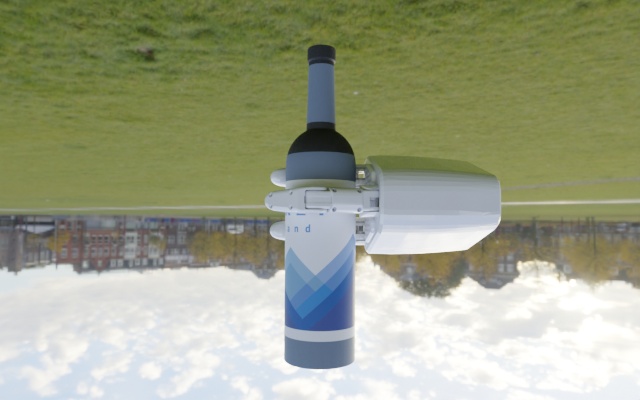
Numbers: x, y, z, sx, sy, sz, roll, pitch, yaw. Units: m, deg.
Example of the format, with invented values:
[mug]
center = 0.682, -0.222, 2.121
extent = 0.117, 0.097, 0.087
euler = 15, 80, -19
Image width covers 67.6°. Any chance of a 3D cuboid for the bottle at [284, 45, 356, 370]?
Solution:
[bottle]
center = 0.000, 0.002, 0.453
extent = 0.069, 0.295, 0.069
euler = 0, -3, 0
